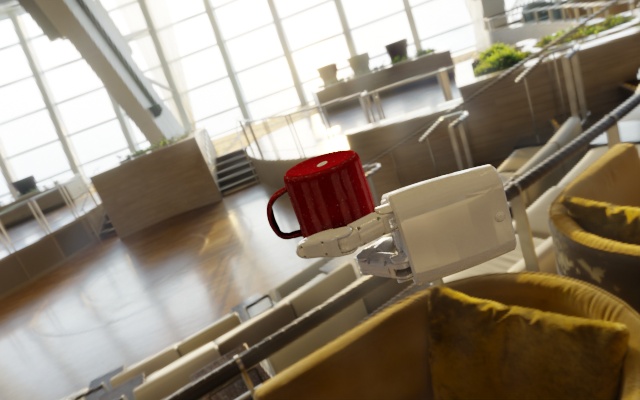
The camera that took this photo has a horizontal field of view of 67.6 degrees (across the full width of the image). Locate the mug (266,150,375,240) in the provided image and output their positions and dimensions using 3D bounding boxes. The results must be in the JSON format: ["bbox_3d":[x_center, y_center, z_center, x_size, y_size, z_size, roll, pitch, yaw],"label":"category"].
[{"bbox_3d":[-0.001,0.002,0.500,0.117,0.081,0.093,-18,17,2],"label":"mug"}]
